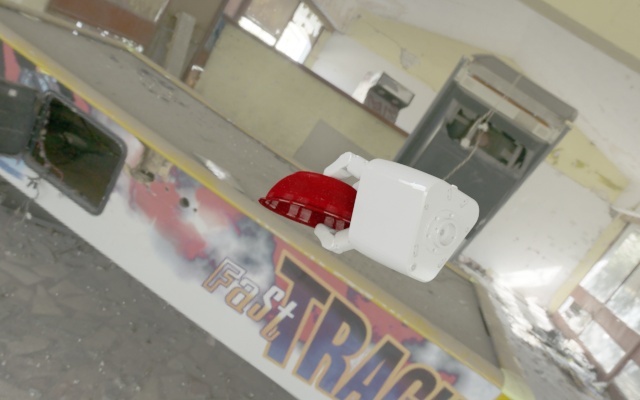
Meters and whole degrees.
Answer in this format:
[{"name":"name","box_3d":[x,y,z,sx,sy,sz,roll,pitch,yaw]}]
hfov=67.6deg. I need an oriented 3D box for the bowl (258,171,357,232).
[{"name":"bowl","box_3d":[-0.001,0.002,0.652,0.162,0.055,0.162,17,-11,3]}]
